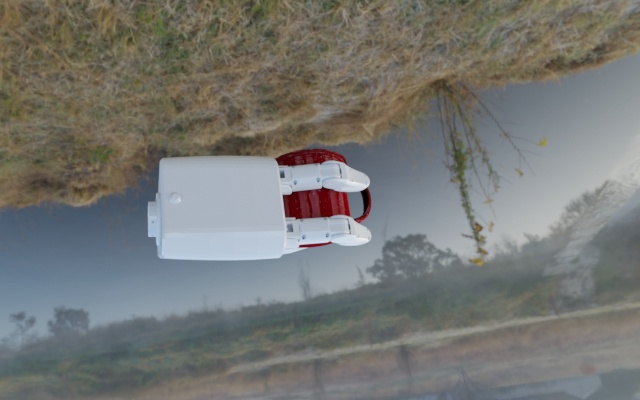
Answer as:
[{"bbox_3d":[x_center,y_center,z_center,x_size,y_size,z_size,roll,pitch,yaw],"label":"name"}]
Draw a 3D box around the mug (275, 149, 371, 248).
[{"bbox_3d":[0.001,0.002,0.519,0.117,0.081,0.093,0,-23,-20],"label":"mug"}]
